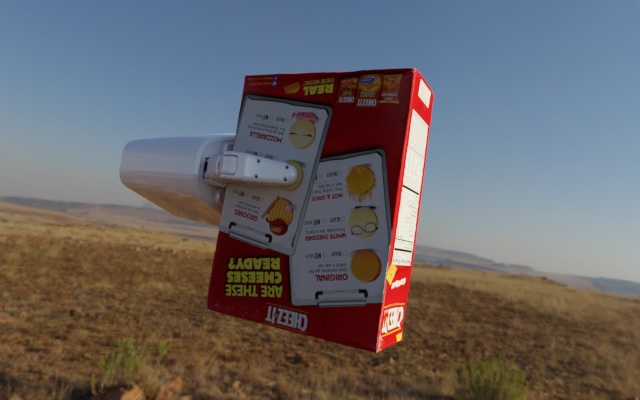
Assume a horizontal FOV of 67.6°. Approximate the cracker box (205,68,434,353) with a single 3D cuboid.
[{"bbox_3d":[0.000,0.001,0.413,0.164,0.213,0.072,6,-5,29],"label":"cracker box"}]
